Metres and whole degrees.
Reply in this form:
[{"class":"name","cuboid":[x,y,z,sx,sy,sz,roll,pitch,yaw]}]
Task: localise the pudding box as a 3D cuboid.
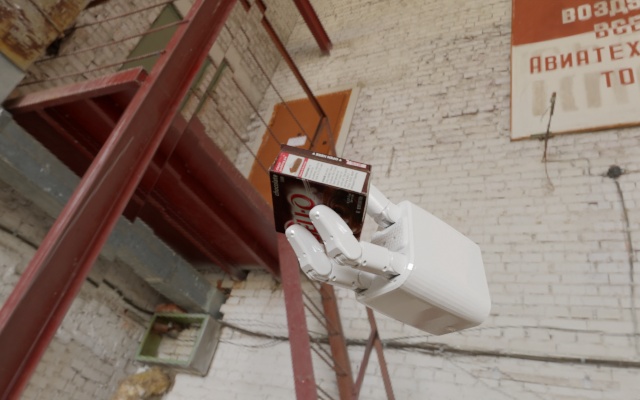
[{"class":"pudding box","cuboid":[0.000,0.001,0.465,0.090,0.039,0.114,13,-35,7]}]
